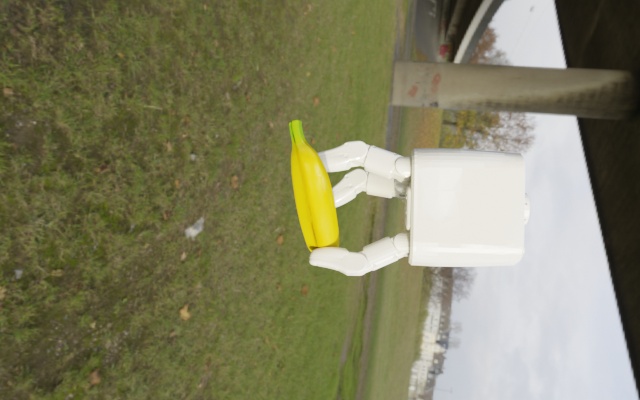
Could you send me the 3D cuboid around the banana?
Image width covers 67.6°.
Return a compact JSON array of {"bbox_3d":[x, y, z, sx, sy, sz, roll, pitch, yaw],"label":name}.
[{"bbox_3d":[-0.001,0.013,0.494,0.037,0.069,0.198,-4,-43,6],"label":"banana"}]
